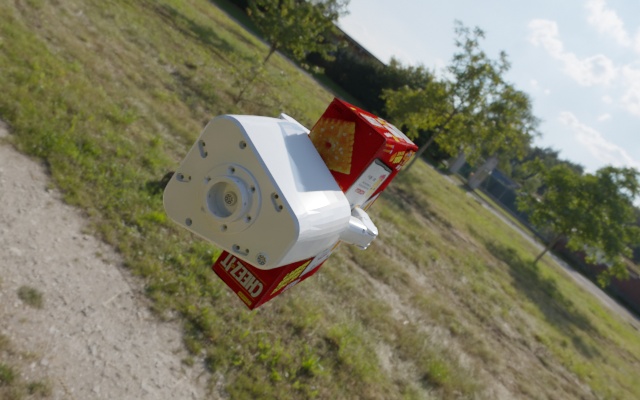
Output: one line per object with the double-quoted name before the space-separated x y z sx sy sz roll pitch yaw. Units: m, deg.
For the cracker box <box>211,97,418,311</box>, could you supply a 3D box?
"cracker box" 0.000 0.002 0.517 0.072 0.214 0.164 43 17 13
